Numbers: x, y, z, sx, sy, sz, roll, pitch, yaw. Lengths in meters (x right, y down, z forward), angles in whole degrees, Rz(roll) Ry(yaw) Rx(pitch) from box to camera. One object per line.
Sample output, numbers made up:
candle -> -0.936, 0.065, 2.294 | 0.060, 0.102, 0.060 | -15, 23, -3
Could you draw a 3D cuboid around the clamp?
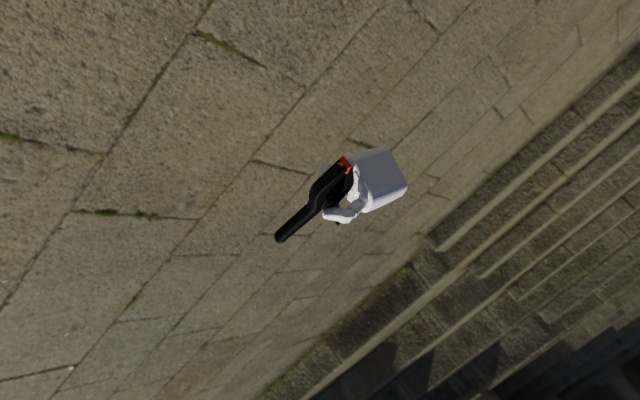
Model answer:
clamp -> 0.001, 0.003, 0.895 | 0.164, 0.036, 0.210 | -20, -29, -32
